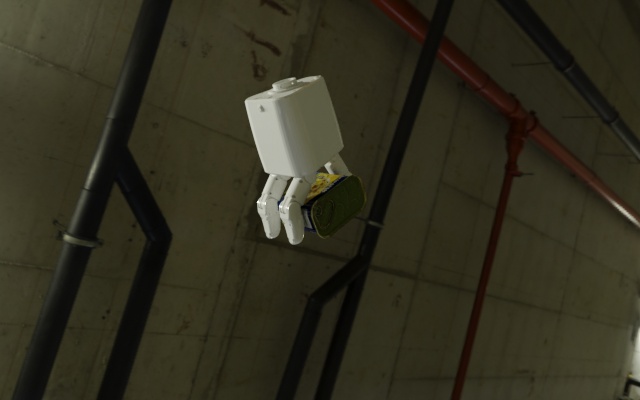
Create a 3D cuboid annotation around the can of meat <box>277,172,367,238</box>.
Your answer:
[{"bbox_3d":[0.000,0.002,0.674,0.084,0.057,0.102,11,39,47],"label":"can of meat"}]
